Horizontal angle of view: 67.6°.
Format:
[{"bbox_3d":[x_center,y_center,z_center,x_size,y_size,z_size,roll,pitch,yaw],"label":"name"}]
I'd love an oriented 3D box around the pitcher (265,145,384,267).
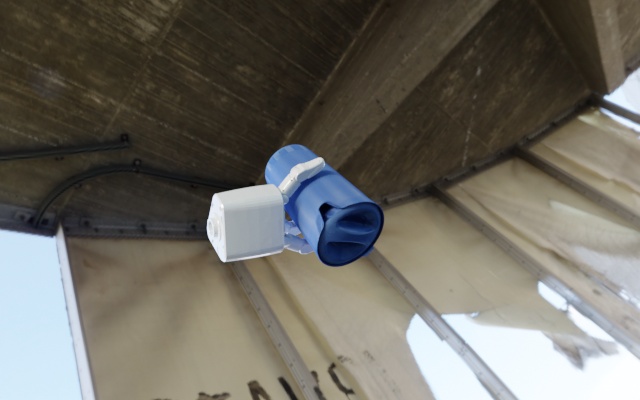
[{"bbox_3d":[0.000,0.003,0.875,0.145,0.149,0.242,-11,38,-29],"label":"pitcher"}]
